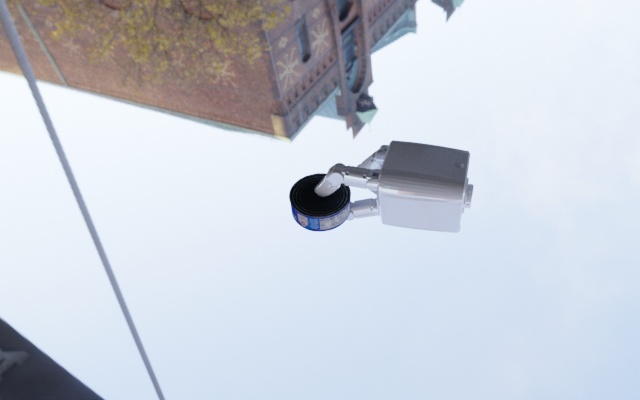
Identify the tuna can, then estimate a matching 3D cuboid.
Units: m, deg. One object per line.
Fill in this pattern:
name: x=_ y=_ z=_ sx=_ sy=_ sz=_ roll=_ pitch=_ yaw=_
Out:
tuna can: x=0.000 y=0.003 z=0.668 sx=0.086 sy=0.086 sz=0.034 roll=0 pitch=-44 yaw=4
